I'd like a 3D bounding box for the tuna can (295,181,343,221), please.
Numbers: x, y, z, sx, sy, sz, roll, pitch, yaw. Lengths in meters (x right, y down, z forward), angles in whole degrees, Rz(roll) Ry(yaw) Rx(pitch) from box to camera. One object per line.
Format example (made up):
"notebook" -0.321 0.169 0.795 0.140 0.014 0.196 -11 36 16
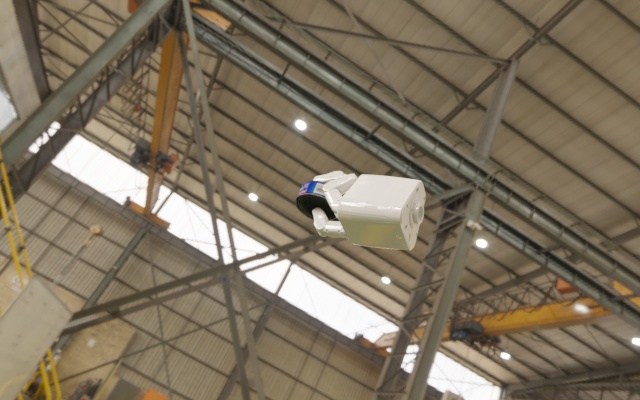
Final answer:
"tuna can" 0.000 0.002 0.863 0.086 0.033 0.086 16 -32 10
